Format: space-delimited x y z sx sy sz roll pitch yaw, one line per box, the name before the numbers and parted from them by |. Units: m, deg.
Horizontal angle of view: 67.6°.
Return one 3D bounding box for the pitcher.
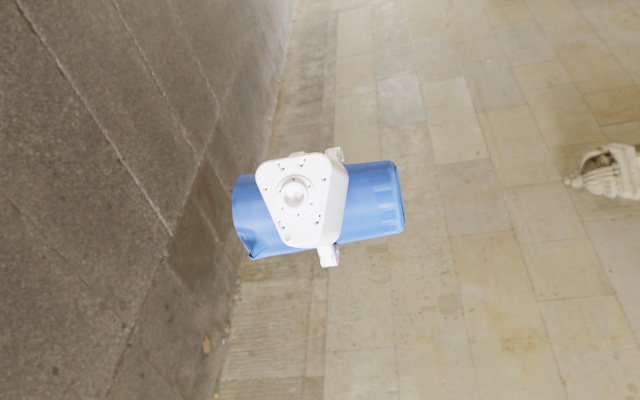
pitcher | 0.000 0.002 0.728 0.243 0.149 0.145 -8 -6 11
